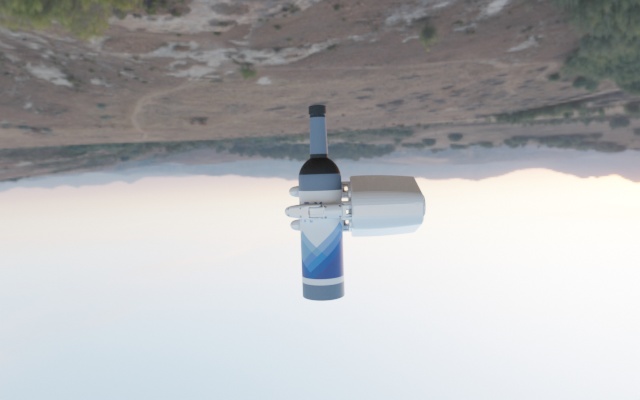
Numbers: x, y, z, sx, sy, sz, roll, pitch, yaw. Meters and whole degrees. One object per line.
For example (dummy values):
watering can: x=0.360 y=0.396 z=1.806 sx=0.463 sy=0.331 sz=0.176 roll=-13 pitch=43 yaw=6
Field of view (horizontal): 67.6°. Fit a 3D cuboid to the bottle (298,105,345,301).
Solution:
bottle: x=0.000 y=0.003 z=0.740 sx=0.069 sy=0.296 sz=0.069 roll=-2 pitch=4 yaw=0
